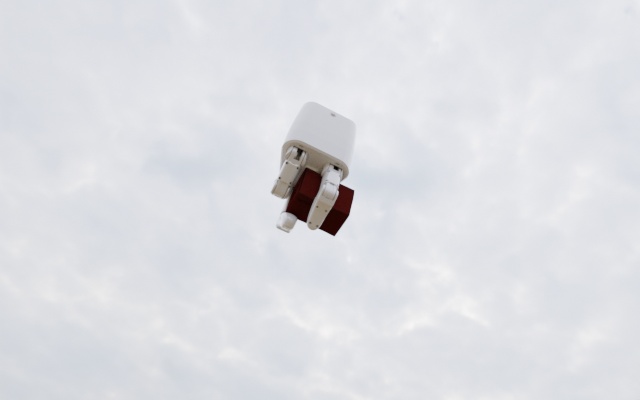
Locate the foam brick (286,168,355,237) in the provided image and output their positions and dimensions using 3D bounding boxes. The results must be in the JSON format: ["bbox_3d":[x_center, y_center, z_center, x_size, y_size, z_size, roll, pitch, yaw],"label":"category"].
[{"bbox_3d":[0.000,0.002,0.656,0.078,0.051,0.053,26,-45,-9],"label":"foam brick"}]
